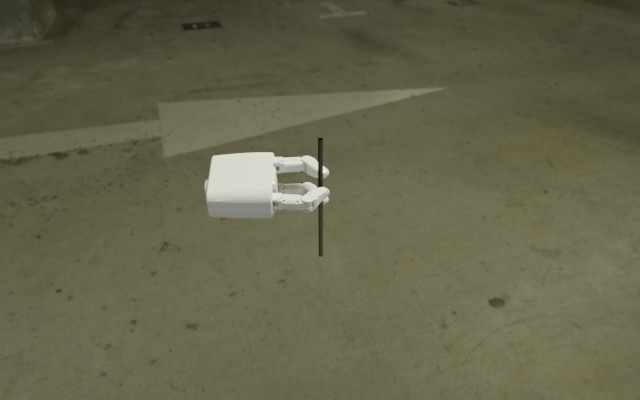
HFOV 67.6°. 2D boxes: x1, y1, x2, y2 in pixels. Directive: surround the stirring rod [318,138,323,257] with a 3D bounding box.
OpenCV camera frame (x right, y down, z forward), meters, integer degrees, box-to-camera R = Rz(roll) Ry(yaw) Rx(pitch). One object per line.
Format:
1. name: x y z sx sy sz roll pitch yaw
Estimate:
1. stirring rod: 0.000 0.003 0.815 0.011 0.240 0.011 0 35 0
